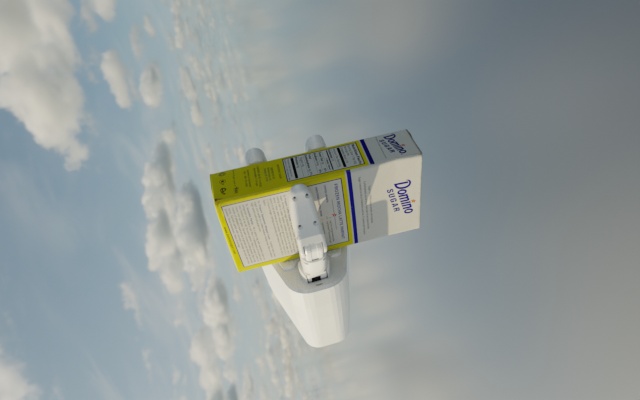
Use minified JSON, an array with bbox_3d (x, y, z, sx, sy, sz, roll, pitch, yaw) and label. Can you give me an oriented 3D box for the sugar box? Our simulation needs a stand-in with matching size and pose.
[{"bbox_3d":[0.000,0.001,0.427,0.176,0.093,0.048,-15,44,-6],"label":"sugar box"}]
